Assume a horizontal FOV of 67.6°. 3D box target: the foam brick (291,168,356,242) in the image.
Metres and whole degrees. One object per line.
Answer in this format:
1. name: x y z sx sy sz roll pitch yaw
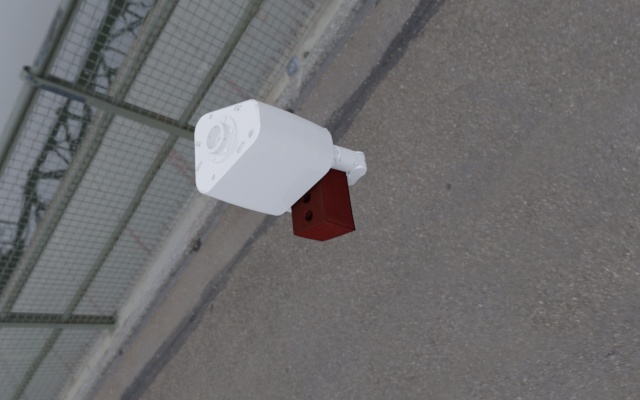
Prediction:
1. foam brick: 0.000 0.002 0.551 0.053 0.078 0.051 -25 -28 36
